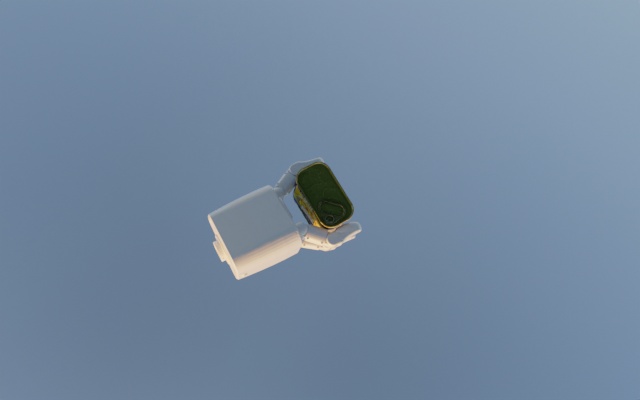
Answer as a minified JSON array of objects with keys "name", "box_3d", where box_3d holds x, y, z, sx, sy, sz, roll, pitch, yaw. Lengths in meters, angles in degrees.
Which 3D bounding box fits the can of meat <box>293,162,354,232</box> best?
[{"name":"can of meat","box_3d":[0.000,0.002,0.749,0.057,0.102,0.084,-29,-10,-17]}]
